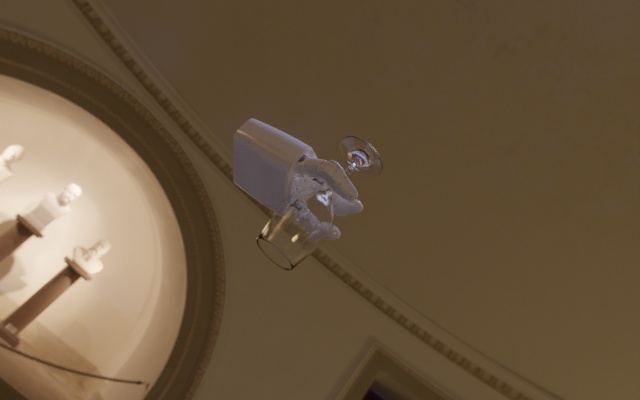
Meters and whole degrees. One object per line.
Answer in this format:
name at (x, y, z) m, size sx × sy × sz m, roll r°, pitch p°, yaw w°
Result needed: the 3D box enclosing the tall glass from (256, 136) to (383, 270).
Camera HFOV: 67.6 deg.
tall glass at (0.001, 0.002, 0.657) m, size 0.201 × 0.079 × 0.079 m, roll -49°, pitch 25°, yaw -25°
